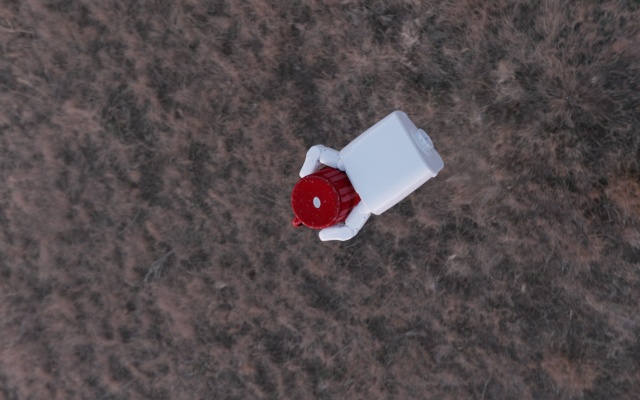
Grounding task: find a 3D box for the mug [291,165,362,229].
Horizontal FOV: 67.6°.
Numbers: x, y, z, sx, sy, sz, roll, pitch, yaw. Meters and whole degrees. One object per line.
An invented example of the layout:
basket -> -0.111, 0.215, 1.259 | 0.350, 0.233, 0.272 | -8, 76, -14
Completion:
mug -> -0.001, 0.003, 0.723 | 0.117, 0.093, 0.081 | -39, -8, 27
